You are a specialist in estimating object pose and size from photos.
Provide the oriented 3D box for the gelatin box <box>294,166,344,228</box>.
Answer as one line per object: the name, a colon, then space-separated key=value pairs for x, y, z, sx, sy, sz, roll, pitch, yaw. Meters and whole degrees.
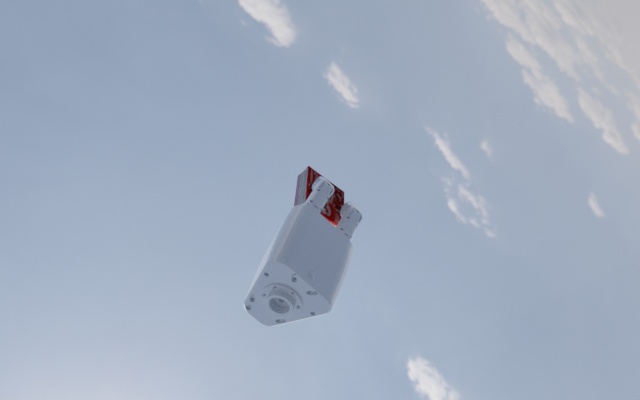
gelatin box: x=0.000 y=0.002 z=0.687 sx=0.073 sy=0.089 sz=0.030 roll=35 pitch=-57 yaw=-24
